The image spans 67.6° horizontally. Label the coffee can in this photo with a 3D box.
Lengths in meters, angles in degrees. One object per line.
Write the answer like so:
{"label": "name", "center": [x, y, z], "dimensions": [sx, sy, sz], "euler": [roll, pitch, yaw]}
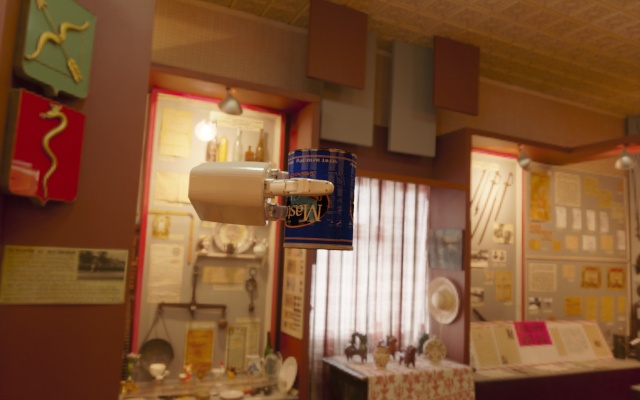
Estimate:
{"label": "coffee can", "center": [0.000, 0.002, 0.704], "dimensions": [0.103, 0.140, 0.103], "euler": [3, -6, 0]}
